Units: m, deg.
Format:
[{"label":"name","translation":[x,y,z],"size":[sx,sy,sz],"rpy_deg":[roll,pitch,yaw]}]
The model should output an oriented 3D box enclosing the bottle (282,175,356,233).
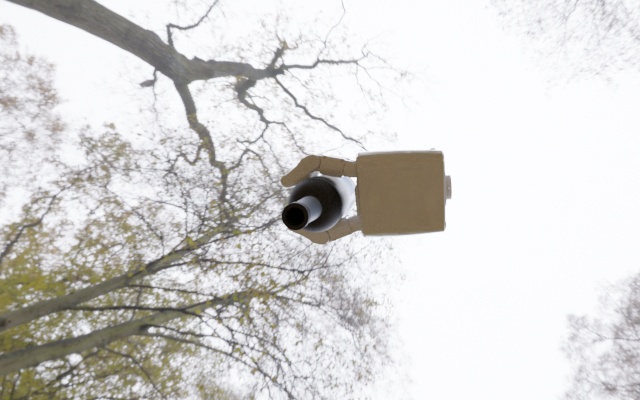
[{"label":"bottle","translation":[0.000,0.002,0.610],"size":[0.069,0.069,0.295],"rpy_deg":[0,5,10]}]
